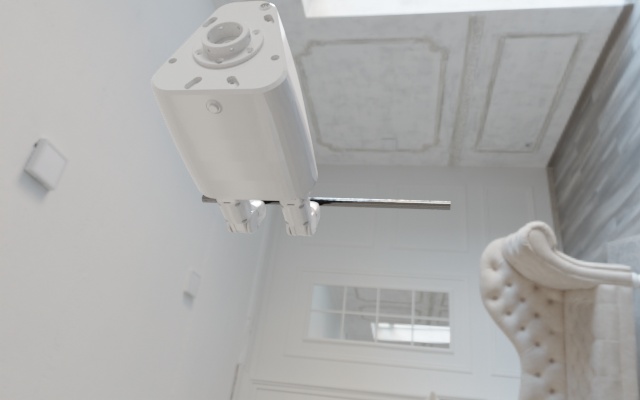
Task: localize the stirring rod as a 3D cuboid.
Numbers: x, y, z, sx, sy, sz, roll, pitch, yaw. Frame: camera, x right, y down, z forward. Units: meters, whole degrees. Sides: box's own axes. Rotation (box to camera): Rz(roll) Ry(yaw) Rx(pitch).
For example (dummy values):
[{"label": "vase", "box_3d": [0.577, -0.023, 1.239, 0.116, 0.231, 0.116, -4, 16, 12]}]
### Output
[{"label": "stirring rod", "box_3d": [0.000, 0.001, 0.458, 0.239, 0.011, 0.011, 2, 0, 11]}]
